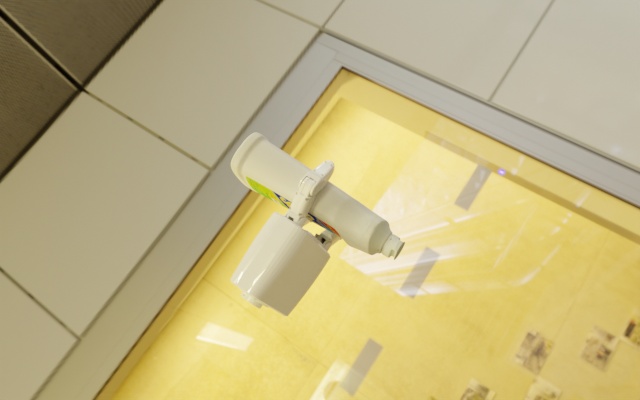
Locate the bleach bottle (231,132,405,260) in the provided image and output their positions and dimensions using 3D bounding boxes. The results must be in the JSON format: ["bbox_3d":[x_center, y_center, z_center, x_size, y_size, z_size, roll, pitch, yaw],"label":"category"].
[{"bbox_3d":[0.000,0.002,0.655,0.251,0.068,0.103,31,-12,19],"label":"bleach bottle"}]
